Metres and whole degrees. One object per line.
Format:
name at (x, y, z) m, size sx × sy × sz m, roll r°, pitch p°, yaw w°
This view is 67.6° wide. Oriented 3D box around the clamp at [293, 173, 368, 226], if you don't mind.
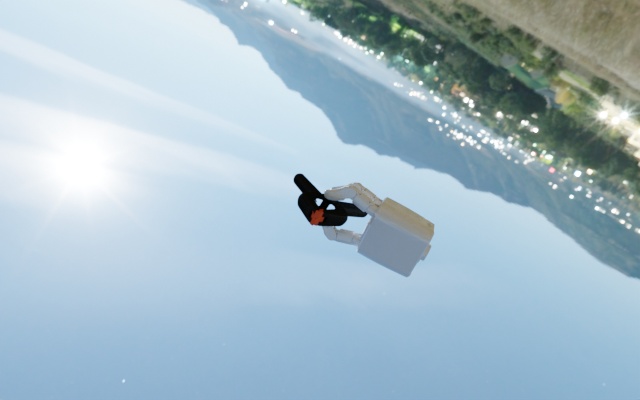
clamp at (0.000, 0.004, 0.879) m, size 0.164 × 0.036 × 0.210 m, roll 27°, pitch 15°, yaw 9°
